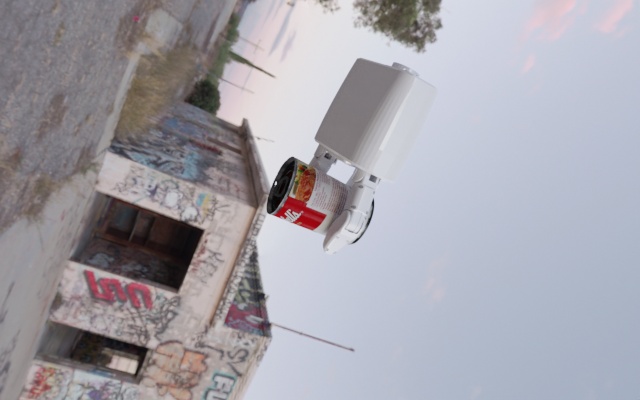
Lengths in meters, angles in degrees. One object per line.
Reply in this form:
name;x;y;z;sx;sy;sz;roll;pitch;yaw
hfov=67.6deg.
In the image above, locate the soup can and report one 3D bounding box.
soup can;0.000;0.002;0.532;0.102;0.068;0.068;23;-9;-21
